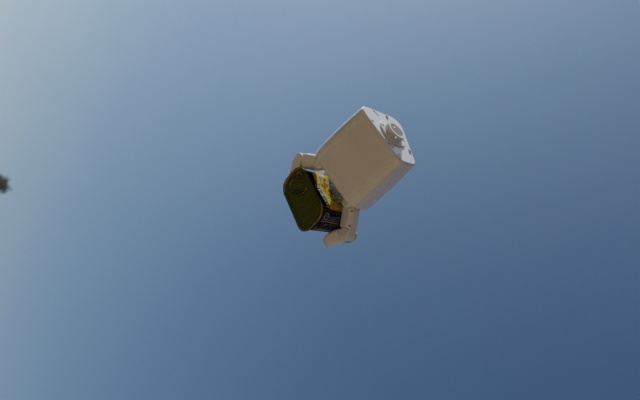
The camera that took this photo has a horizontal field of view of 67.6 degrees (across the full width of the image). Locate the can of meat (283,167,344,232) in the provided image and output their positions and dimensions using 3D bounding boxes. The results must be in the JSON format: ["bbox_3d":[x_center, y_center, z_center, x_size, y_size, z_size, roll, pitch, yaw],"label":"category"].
[{"bbox_3d":[0.000,0.003,0.752,0.084,0.102,0.057,10,-47,-44],"label":"can of meat"}]
